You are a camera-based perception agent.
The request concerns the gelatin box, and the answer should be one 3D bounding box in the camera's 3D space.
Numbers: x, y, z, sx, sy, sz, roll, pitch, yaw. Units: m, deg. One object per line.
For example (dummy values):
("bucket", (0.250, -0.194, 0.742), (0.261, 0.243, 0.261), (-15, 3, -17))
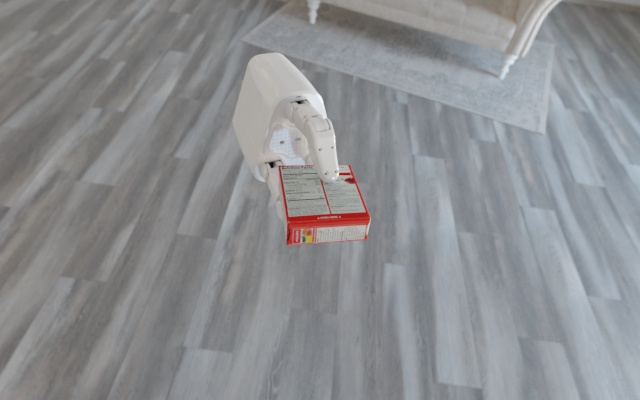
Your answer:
("gelatin box", (0.000, 0.001, 0.446), (0.073, 0.030, 0.089), (-3, 38, -10))
